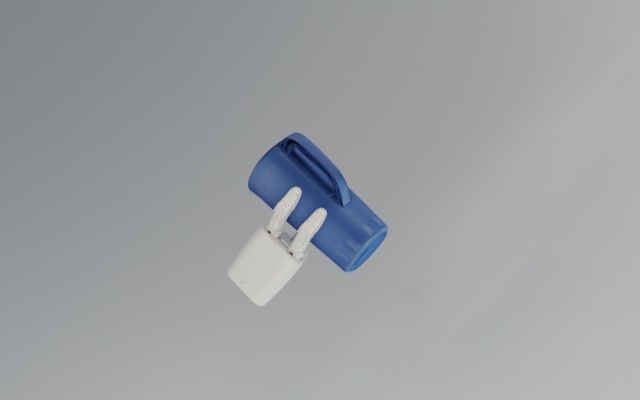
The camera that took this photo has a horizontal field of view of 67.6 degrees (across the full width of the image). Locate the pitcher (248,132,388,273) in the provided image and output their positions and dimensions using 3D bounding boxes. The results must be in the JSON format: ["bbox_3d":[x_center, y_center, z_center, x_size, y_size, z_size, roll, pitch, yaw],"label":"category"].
[{"bbox_3d":[0.000,0.003,0.833,0.242,0.145,0.149,42,8,15],"label":"pitcher"}]
